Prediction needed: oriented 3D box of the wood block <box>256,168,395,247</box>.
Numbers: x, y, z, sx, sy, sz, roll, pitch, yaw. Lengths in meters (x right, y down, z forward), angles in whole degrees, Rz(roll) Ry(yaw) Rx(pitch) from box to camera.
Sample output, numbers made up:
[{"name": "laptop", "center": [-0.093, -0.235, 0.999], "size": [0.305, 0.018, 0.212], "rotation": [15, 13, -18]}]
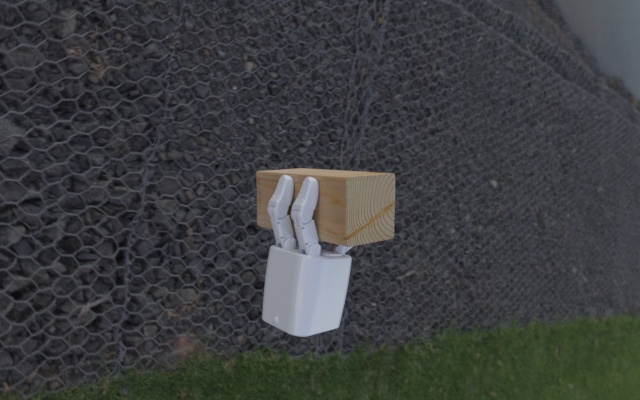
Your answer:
[{"name": "wood block", "center": [0.000, 0.003, 0.689], "size": [0.091, 0.090, 0.206], "rotation": [-6, 9, -39]}]
